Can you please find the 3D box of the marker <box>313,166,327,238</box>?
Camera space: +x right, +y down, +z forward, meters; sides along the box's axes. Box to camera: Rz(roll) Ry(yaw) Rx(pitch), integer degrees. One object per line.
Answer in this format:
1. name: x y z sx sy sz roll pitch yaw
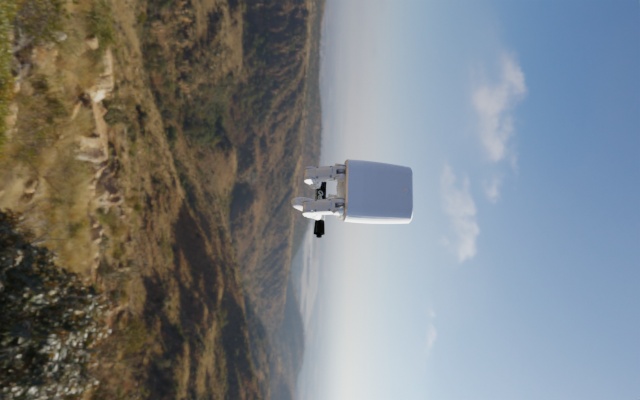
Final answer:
1. marker: 0.000 0.003 0.798 0.020 0.121 0.020 2 -17 1
